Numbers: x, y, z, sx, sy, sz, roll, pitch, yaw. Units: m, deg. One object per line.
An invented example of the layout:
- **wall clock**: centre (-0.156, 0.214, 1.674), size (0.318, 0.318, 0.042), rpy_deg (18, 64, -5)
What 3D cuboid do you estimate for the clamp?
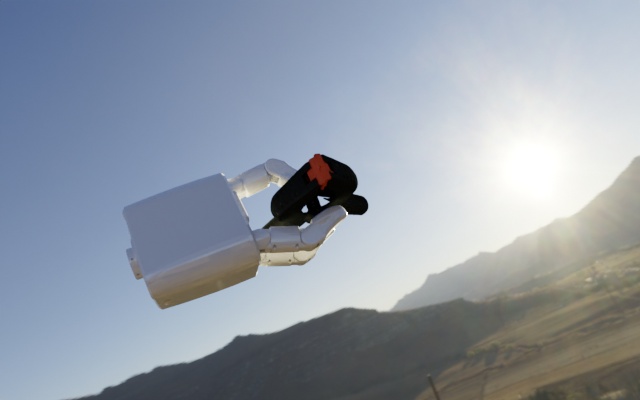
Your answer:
- **clamp**: centre (0.000, 0.001, 0.524), size (0.164, 0.036, 0.210), rpy_deg (-21, -16, -18)
